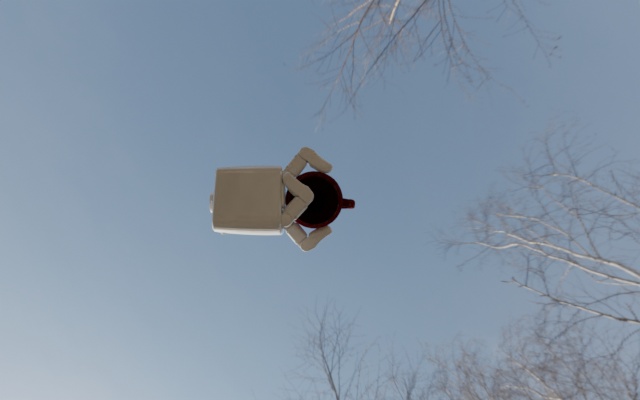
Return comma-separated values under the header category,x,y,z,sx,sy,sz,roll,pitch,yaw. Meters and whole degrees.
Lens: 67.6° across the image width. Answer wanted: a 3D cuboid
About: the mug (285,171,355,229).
category,x,y,z,sx,sy,sz,roll,pitch,yaw
mug,0.002,0.003,0.809,0.117,0.093,0.081,1,-5,-3
